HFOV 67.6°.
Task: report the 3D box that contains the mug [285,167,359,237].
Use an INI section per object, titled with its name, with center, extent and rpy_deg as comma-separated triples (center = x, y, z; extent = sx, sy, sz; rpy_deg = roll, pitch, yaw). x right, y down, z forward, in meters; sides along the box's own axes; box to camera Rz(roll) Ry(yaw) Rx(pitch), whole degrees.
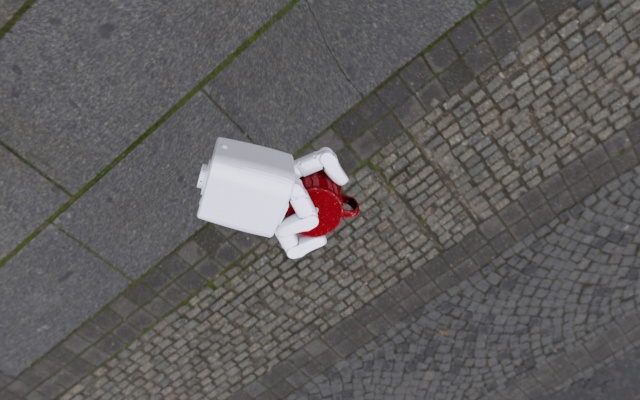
[mug]
center = 0.001, 0.003, 0.691
extent = 0.117, 0.093, 0.081
rpy_deg = 13, 26, -13
